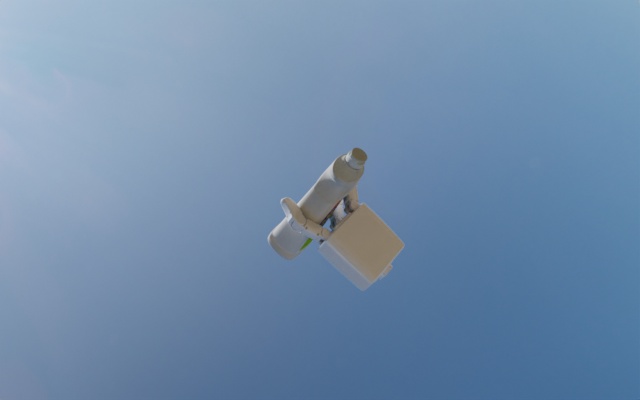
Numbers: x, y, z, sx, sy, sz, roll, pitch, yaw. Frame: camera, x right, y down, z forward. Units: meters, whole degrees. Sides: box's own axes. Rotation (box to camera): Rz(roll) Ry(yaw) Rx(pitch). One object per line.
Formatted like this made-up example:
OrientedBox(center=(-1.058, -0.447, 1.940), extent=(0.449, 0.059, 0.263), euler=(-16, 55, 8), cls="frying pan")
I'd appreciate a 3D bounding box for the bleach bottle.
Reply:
OrientedBox(center=(0.000, 0.003, 0.822), extent=(0.102, 0.068, 0.251), euler=(-42, -7, -45), cls="bleach bottle")
